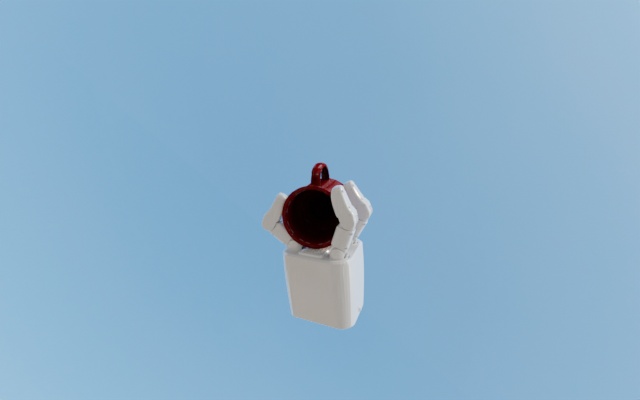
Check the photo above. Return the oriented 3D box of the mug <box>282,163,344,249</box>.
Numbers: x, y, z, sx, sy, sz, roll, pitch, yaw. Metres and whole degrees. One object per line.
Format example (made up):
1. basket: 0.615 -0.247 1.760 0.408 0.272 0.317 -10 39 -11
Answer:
1. mug: 0.000 0.001 0.698 0.093 0.117 0.081 1 16 17
